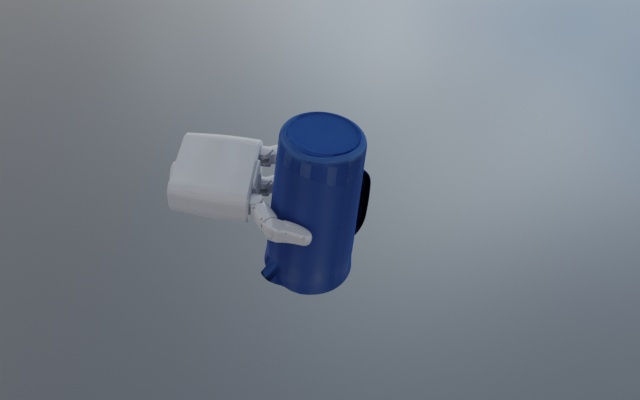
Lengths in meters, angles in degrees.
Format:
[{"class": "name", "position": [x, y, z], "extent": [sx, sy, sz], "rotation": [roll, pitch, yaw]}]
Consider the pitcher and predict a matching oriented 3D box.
[{"class": "pitcher", "position": [0.000, 0.002, 0.658], "extent": [0.145, 0.243, 0.149], "rotation": [9, 43, 1]}]
